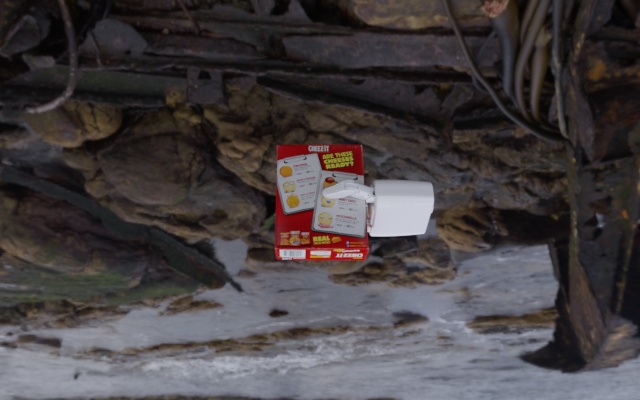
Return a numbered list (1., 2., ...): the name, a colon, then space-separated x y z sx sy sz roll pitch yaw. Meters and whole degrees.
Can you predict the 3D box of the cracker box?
1. cracker box: 0.000 0.003 0.886 0.164 0.213 0.072 0 -27 -3
